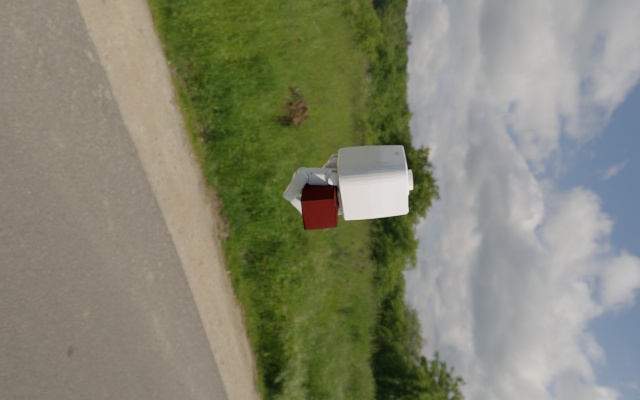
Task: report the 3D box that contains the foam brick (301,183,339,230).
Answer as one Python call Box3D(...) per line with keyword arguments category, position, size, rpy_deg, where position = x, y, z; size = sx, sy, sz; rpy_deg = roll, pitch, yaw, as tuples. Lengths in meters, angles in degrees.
Box3D(category="foam brick", position=(0.000, 0.003, 0.744), size=(0.051, 0.053, 0.078), rpy_deg=(-3, 30, 6))
